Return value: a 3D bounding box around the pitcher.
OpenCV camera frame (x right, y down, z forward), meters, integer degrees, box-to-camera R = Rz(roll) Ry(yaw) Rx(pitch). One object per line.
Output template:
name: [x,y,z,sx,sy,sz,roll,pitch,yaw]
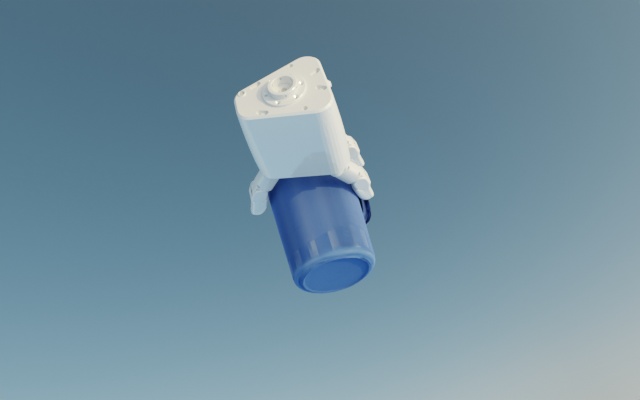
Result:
pitcher: [0.000,0.002,0.673,0.149,0.242,0.145,-17,-35,-1]
